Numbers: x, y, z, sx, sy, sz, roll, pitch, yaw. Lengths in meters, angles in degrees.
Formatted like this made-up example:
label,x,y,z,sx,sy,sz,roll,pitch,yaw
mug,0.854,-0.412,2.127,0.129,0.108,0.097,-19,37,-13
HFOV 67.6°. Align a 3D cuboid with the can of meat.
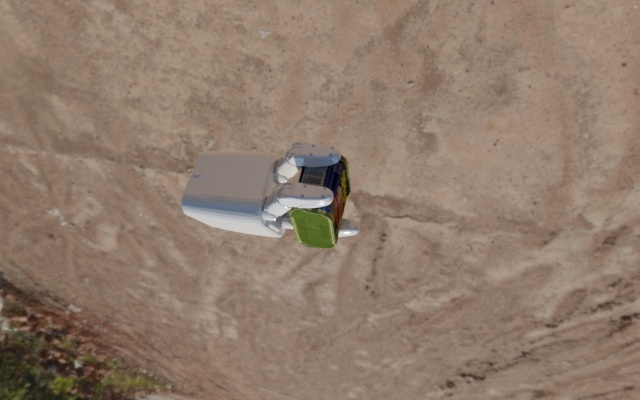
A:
label,x,y,z,sx,sy,sz,roll,pitch,yaw
can of meat,0.000,0.002,0.587,0.057,0.084,0.102,8,-30,11
